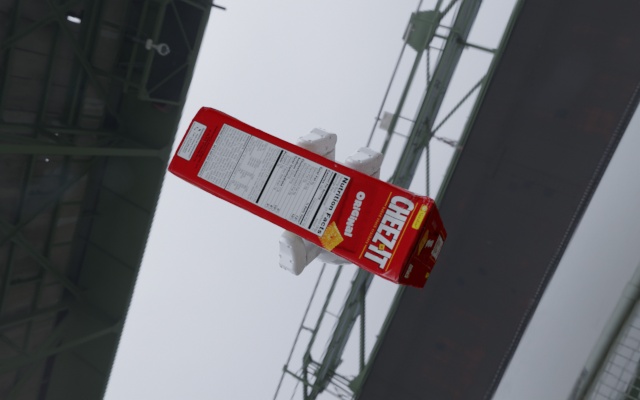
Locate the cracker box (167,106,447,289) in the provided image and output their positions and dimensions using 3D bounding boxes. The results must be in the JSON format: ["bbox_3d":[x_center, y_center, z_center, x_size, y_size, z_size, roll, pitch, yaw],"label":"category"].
[{"bbox_3d":[0.000,0.002,0.432,0.213,0.072,0.164,24,-3,21],"label":"cracker box"}]
